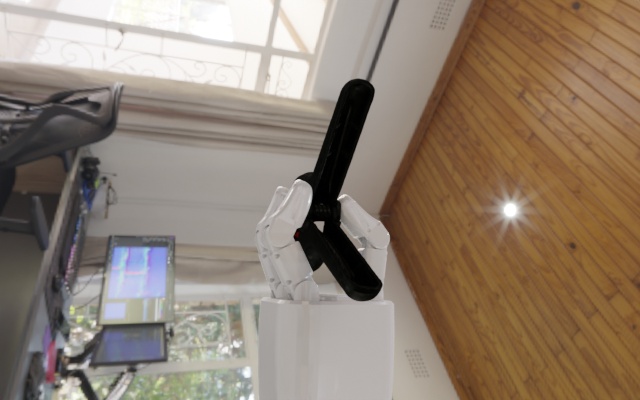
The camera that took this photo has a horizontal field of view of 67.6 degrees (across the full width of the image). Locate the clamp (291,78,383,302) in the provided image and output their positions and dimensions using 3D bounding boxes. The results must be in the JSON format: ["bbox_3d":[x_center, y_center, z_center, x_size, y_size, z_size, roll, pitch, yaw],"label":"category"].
[{"bbox_3d":[0.001,0.002,0.420,0.036,0.164,0.210,7,-11,-19],"label":"clamp"}]
